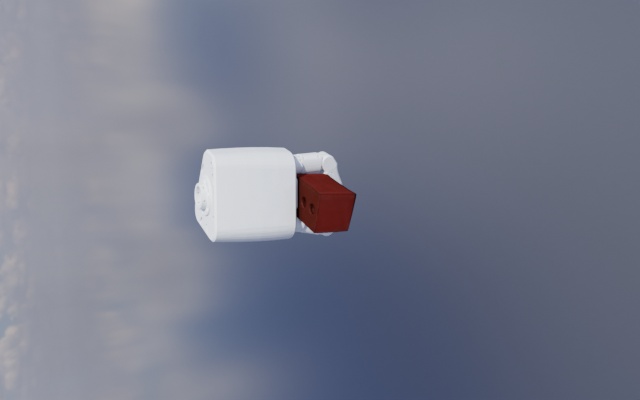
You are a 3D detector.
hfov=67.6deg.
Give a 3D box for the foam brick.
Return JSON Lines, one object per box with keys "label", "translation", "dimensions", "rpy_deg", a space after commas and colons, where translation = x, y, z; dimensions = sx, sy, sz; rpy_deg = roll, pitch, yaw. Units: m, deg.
{"label": "foam brick", "translation": [0.000, 0.002, 0.608], "dimensions": [0.051, 0.053, 0.078], "rpy_deg": [-1, 22, -30]}
